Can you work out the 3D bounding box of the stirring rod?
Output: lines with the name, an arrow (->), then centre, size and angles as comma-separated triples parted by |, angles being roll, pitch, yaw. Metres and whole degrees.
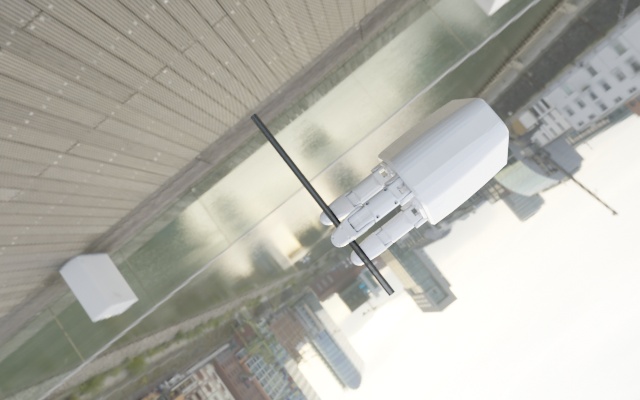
stirring rod -> 0.000, 0.002, 0.505 | 0.011, 0.239, 0.011 | -37, -8, -6
